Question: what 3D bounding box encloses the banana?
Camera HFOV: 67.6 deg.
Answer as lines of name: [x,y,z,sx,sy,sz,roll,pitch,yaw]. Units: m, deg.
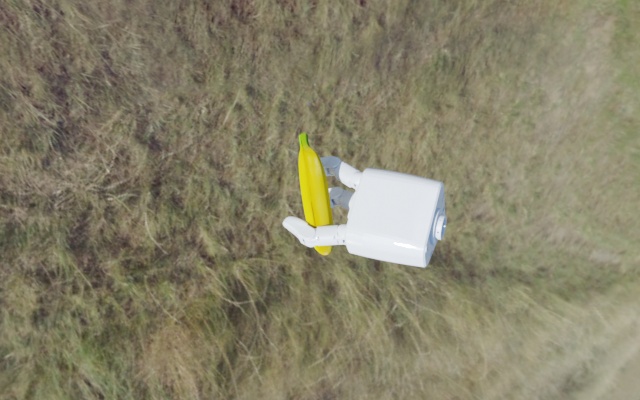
banana: [-0.002,0.008,0.669,0.037,0.198,0.069,-4,28,8]
